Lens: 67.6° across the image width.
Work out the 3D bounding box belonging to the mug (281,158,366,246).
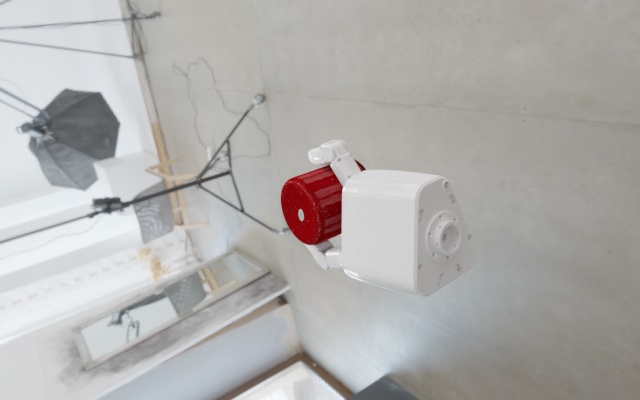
[{"bbox_3d":[-0.001,0.002,0.572,0.081,0.093,0.117,-21,14,-32],"label":"mug"}]
